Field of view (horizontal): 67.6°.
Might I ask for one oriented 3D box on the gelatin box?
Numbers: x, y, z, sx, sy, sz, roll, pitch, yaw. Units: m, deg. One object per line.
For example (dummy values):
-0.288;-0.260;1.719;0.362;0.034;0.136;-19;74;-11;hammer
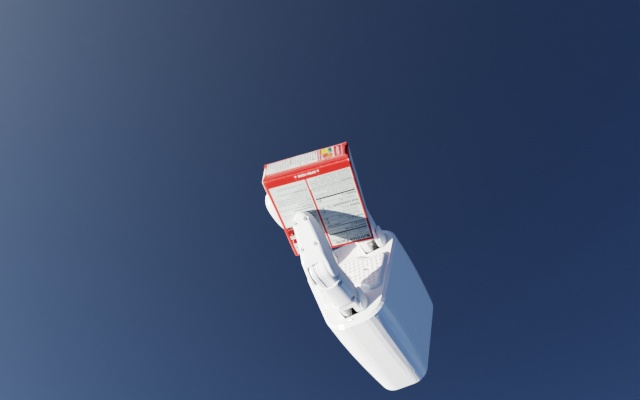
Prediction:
0.000;0.001;0.409;0.073;0.089;0.030;-15;36;9;gelatin box
